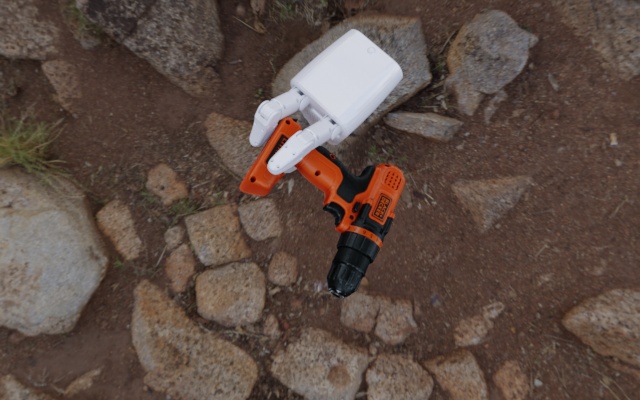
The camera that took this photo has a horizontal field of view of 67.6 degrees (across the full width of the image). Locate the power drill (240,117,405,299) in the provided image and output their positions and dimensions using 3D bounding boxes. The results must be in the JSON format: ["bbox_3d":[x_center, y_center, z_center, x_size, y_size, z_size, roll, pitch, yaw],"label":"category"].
[{"bbox_3d":[0.000,0.001,0.584,0.188,0.184,0.057,32,-24,-13],"label":"power drill"}]
